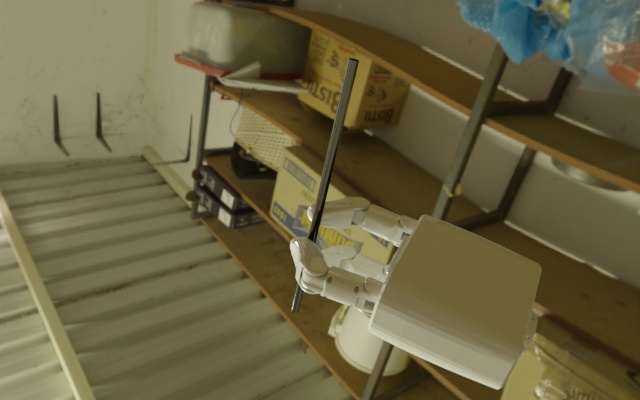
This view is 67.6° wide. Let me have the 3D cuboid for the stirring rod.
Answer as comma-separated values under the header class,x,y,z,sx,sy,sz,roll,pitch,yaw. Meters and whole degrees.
class,x,y,z,sx,sy,sz,roll,pitch,yaw
stirring rod,0.000,0.001,0.404,0.011,0.240,0.011,10,27,-5
